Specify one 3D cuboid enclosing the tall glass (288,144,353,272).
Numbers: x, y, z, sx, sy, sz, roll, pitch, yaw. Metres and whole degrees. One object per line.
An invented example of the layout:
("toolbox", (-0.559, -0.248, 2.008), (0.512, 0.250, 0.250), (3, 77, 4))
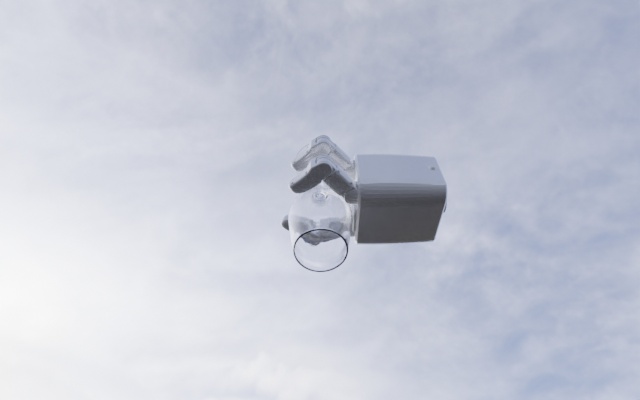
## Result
("tall glass", (0.000, 0.002, 0.611), (0.079, 0.079, 0.201), (0, 33, 0))
